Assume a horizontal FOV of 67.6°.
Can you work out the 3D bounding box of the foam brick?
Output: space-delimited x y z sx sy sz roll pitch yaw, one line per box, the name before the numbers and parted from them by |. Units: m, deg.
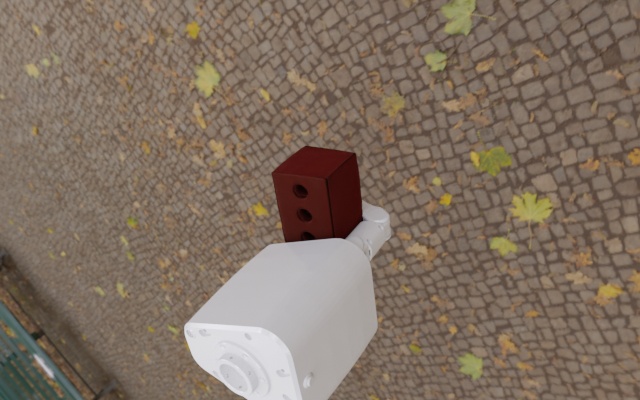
foam brick | 0.000 0.001 0.401 0.053 0.078 0.051 10 33 32
